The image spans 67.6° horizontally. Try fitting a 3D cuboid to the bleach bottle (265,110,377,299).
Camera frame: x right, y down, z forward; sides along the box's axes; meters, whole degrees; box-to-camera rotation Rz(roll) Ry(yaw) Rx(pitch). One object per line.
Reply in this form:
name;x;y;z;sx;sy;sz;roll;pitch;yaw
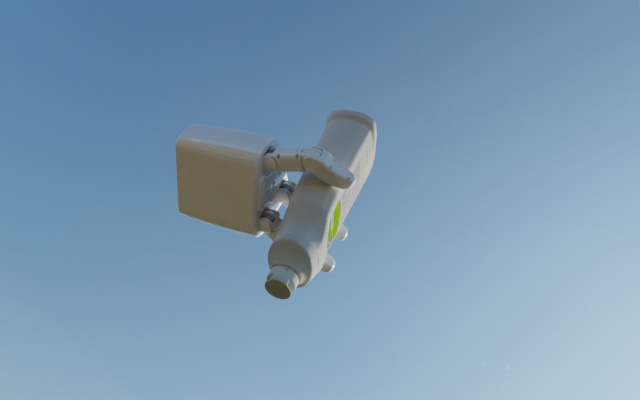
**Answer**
bleach bottle;0.000;0.002;0.546;0.068;0.103;0.250;13;43;15
